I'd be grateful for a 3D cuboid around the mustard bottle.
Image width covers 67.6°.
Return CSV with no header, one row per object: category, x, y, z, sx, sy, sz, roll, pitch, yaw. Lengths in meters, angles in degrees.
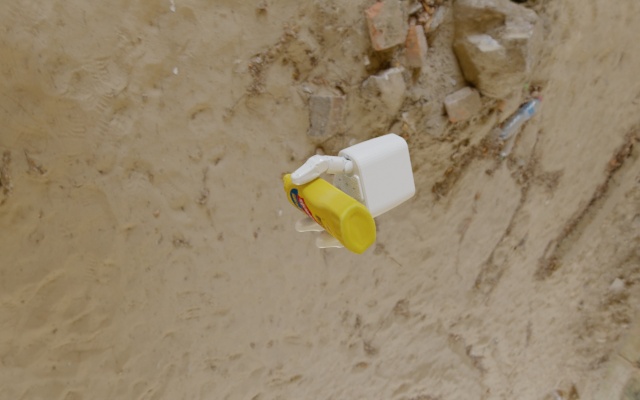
mustard bottle,0.000,0.003,0.731,0.191,0.058,0.096,36,-16,45
